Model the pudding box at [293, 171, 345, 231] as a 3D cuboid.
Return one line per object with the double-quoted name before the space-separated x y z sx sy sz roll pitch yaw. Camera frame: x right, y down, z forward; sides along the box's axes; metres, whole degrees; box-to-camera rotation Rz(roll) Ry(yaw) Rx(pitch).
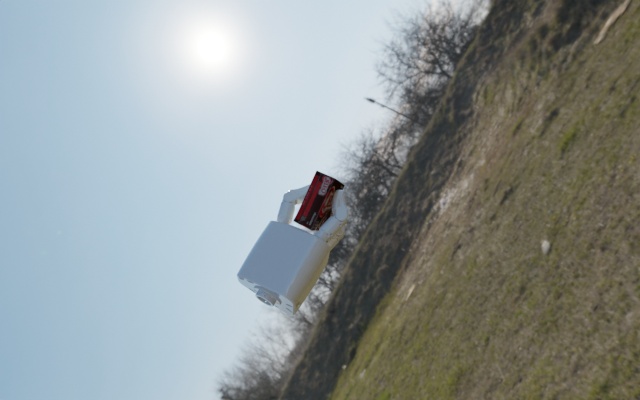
"pudding box" 0.000 0.003 0.794 0.039 0.090 0.113 26 2 9
